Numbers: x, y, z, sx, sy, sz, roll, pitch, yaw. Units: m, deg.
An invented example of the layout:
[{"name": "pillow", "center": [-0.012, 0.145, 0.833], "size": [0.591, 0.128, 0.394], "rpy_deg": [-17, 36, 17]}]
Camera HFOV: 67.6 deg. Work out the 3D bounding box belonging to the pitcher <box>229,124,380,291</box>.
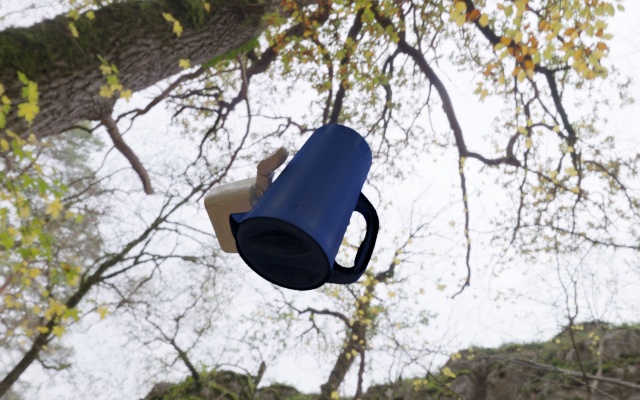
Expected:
[{"name": "pitcher", "center": [0.000, 0.002, 0.675], "size": [0.145, 0.149, 0.242], "rpy_deg": [-11, 34, 35]}]
